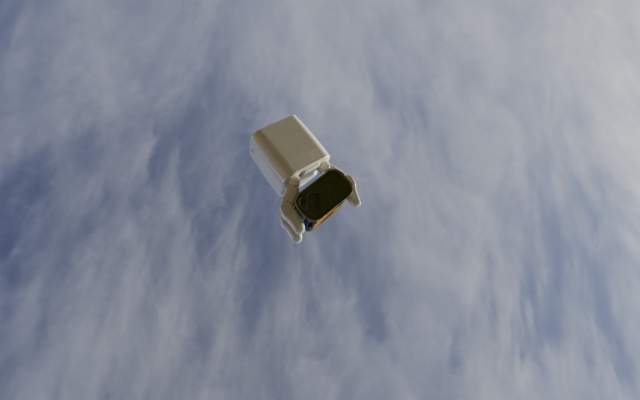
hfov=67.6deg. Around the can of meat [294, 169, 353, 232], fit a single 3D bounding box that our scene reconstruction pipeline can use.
[{"bbox_3d":[0.000,0.003,0.835,0.102,0.057,0.084,-39,-9,-19],"label":"can of meat"}]
